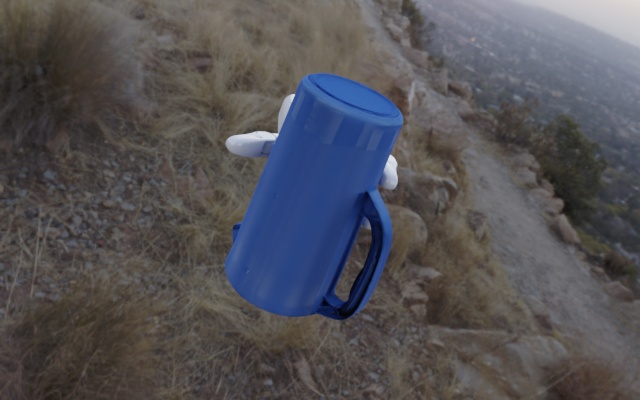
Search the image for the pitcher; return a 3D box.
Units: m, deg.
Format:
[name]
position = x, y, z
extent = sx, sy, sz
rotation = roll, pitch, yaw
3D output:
[pitcher]
position = 0.000, 0.002, 0.510
extent = 0.149, 0.243, 0.145
rotation = 15, 28, -15
